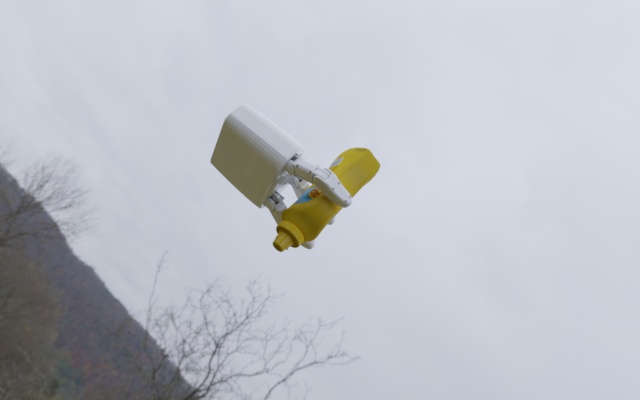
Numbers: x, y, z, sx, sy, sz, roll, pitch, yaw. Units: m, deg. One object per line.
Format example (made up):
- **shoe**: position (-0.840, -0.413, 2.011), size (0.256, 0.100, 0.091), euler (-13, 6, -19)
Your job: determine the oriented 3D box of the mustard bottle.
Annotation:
- **mustard bottle**: position (0.001, 0.002, 0.678), size (0.191, 0.058, 0.096), euler (-45, 15, -30)
